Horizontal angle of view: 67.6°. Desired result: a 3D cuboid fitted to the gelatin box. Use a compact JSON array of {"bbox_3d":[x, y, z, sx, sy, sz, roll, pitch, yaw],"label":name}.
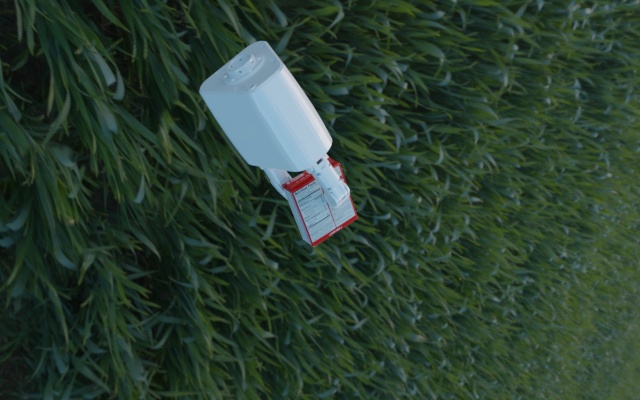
[{"bbox_3d":[0.000,0.002,0.598,0.073,0.089,0.030,-32,32,-19],"label":"gelatin box"}]
